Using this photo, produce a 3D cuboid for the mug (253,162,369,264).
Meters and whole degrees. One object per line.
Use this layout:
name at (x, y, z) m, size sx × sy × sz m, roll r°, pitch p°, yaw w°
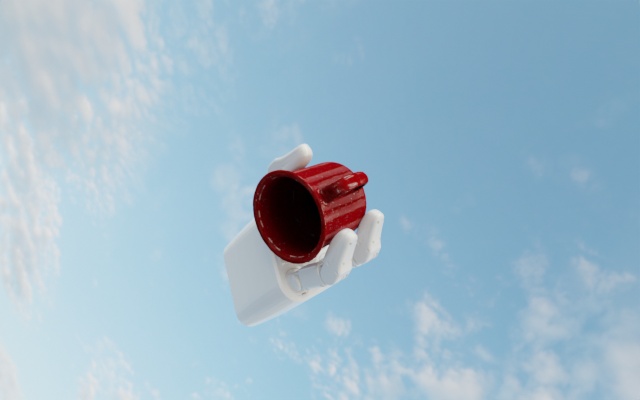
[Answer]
mug at (0.001, 0.001, 0.474) m, size 0.081 × 0.093 × 0.117 m, roll -22°, pitch -11°, yaw -48°
